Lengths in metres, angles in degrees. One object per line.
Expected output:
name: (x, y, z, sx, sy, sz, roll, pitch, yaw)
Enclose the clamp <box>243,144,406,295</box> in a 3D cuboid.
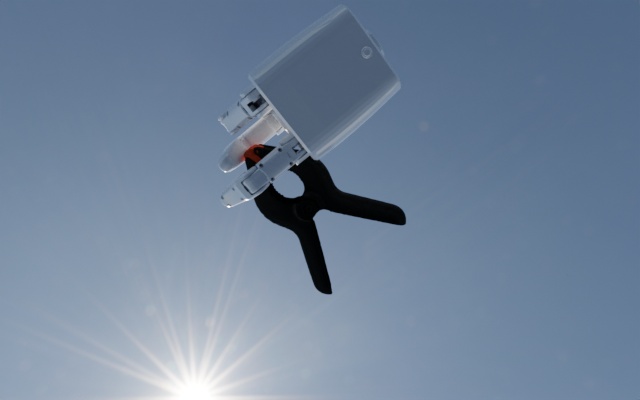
clamp: (0.000, 0.001, 0.478, 0.120, 0.171, 0.039, -38, 14, 3)
